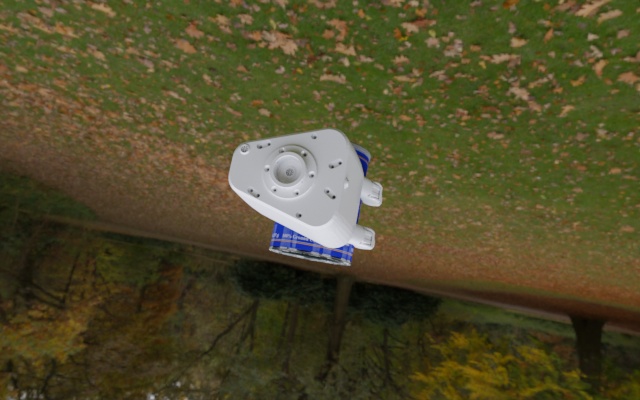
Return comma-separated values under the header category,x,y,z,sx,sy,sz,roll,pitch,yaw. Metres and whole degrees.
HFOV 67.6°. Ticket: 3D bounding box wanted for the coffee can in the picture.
category,x,y,z,sx,sy,sz,roll,pitch,yaw
coffee can,0.000,0.002,0.593,0.103,0.140,0.103,10,-10,2
